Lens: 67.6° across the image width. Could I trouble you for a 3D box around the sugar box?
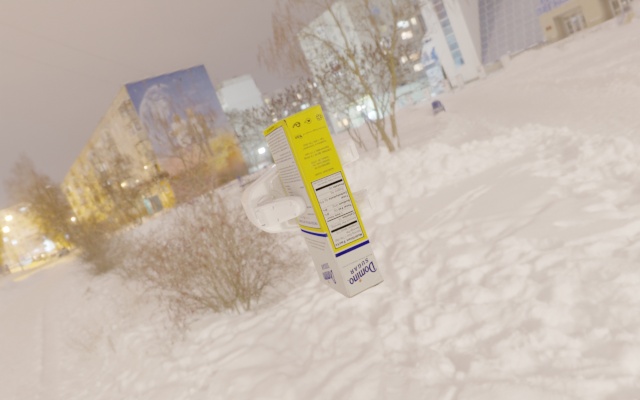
[{"bbox_3d":[0.000,0.001,0.474,0.048,0.176,0.093,-25,8,-15],"label":"sugar box"}]
